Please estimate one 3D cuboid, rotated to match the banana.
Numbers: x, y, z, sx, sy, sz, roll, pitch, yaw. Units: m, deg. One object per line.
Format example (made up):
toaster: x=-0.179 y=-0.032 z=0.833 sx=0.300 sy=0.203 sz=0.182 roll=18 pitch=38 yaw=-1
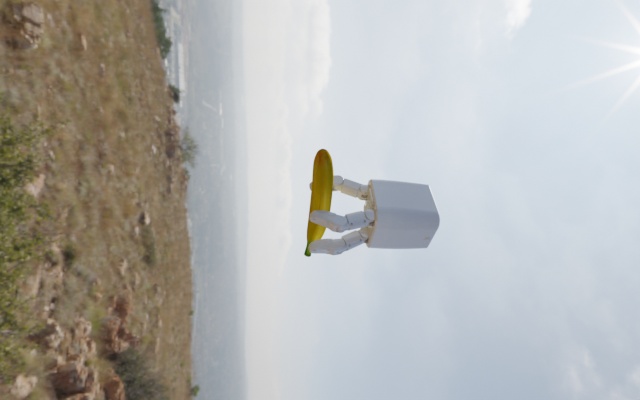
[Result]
banana: x=0.001 y=-0.004 z=0.786 sx=0.037 sy=0.198 sz=0.069 roll=6 pitch=29 yaw=0
